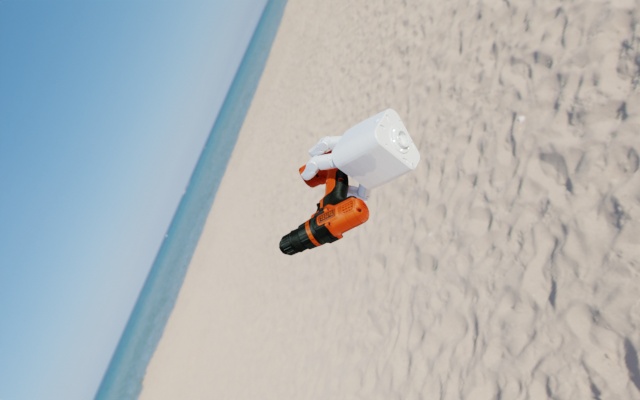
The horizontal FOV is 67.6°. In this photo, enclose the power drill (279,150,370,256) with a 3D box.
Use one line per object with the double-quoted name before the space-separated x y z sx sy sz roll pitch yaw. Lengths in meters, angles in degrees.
"power drill" 0.000 0.002 0.898 0.184 0.187 0.057 -26 -46 22
